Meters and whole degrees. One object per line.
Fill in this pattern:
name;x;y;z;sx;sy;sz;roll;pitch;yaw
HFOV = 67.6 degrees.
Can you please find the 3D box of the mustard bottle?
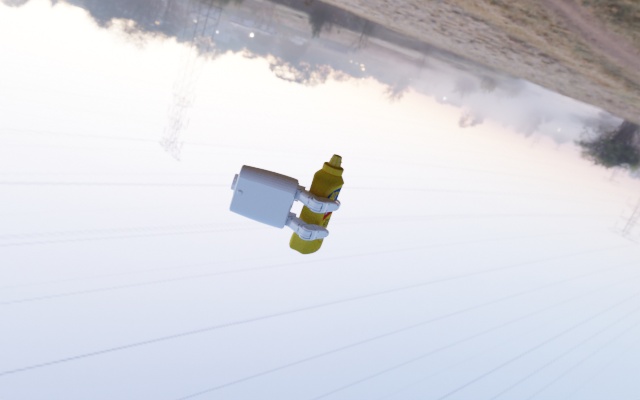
mustard bottle;0.000;0.003;0.900;0.058;0.192;0.096;25;19;17
